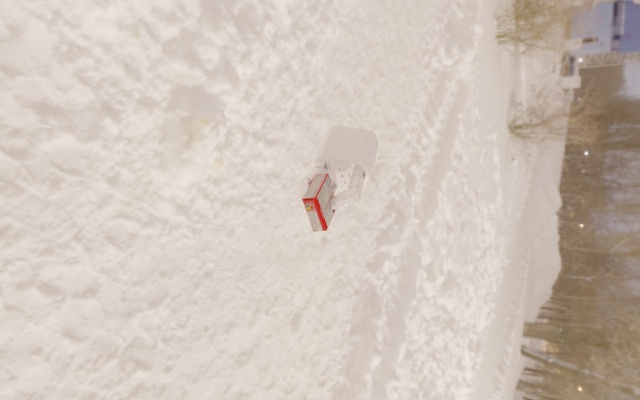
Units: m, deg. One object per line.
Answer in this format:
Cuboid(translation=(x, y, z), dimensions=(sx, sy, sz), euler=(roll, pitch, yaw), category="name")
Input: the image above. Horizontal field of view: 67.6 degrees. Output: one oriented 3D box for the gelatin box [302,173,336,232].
Cuboid(translation=(0.000, 0.003, 0.885), dimensions=(0.030, 0.073, 0.089), euler=(-5, 32, 22), category="gelatin box")
